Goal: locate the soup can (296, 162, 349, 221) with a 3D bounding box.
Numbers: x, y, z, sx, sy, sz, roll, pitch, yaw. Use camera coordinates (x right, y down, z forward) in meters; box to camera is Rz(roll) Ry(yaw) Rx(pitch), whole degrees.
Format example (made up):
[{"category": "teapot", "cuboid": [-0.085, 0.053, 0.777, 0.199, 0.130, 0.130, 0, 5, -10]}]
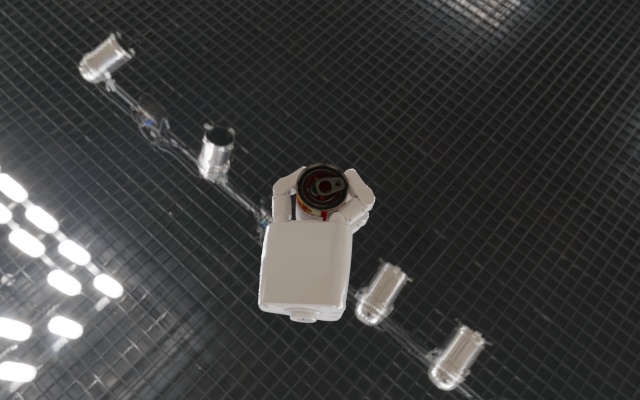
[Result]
[{"category": "soup can", "cuboid": [0.000, 0.002, 0.650, 0.068, 0.068, 0.102, 0, -24, -4]}]
